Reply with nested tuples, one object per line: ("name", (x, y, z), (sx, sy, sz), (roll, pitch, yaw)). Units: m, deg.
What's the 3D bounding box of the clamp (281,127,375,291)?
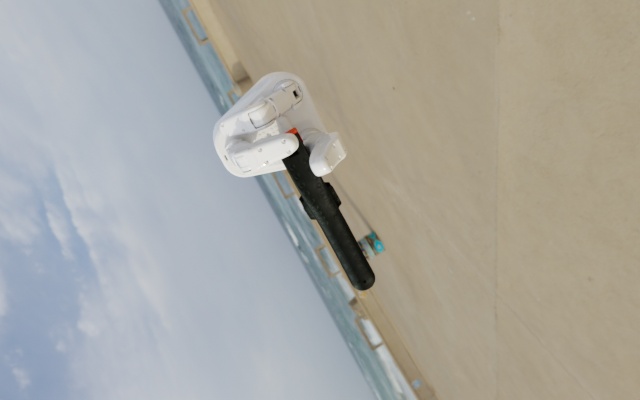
("clamp", (-0.001, 0.002, 0.489), (0.039, 0.171, 0.120), (-29, 20, -6))
